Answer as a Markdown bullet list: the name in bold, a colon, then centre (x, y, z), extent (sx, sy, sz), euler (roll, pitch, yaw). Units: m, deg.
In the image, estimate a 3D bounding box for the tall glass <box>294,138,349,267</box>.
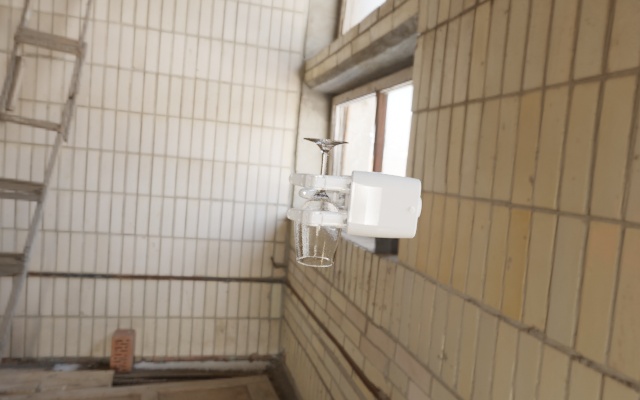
- **tall glass**: centre (0.000, 0.002, 0.771), extent (0.079, 0.201, 0.079), euler (6, 6, -1)
